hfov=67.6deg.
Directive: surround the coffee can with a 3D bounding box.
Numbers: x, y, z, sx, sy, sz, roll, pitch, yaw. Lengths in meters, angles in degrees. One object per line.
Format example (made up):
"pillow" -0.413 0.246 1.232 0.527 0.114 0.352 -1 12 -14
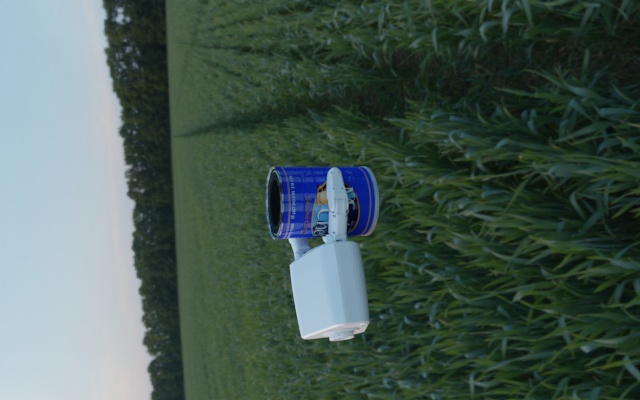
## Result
"coffee can" 0.000 0.002 0.686 0.140 0.103 0.103 -1 0 -18
